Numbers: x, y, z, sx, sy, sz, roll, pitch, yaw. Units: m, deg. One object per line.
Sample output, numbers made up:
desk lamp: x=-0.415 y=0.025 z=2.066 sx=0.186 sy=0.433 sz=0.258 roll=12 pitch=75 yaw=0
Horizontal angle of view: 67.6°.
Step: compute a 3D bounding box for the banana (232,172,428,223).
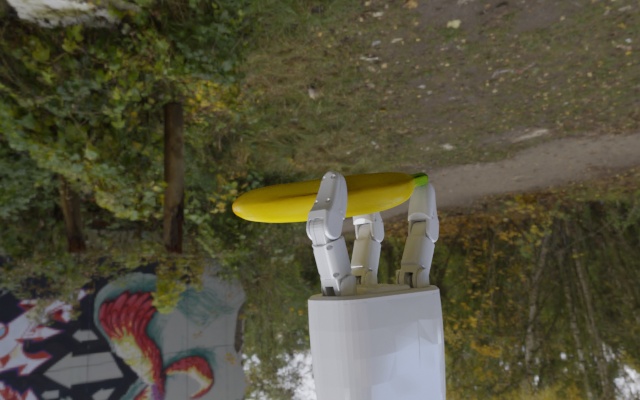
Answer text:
banana: x=-0.002 y=0.000 z=0.441 sx=0.198 sy=0.037 sz=0.069 roll=-6 pitch=-5 yaw=15
